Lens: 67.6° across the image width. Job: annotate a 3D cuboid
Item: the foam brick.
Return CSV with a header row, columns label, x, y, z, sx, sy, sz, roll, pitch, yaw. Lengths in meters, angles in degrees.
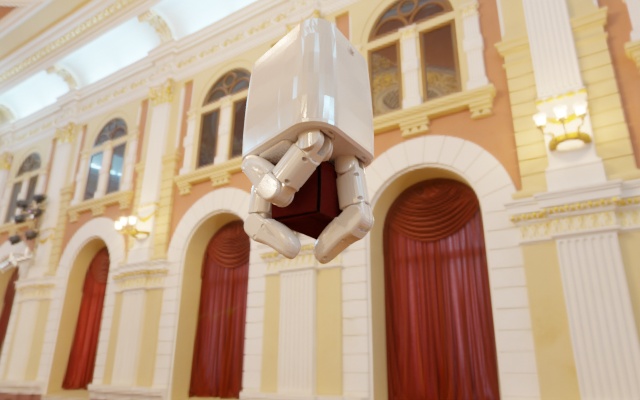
label,x,y,z,sx,sy,sz,roll,pitch,yaw
foam brick,0.000,0.002,0.435,0.053,0.051,0.078,-12,-24,31
